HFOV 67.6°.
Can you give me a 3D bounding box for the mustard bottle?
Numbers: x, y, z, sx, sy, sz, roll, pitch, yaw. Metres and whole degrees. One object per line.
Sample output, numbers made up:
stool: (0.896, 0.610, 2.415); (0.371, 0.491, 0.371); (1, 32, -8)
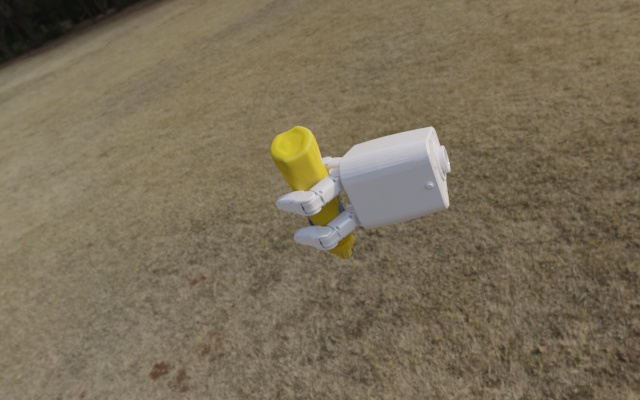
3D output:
mustard bottle: (0.000, 0.002, 0.629); (0.058, 0.192, 0.096); (-26, 29, 1)
